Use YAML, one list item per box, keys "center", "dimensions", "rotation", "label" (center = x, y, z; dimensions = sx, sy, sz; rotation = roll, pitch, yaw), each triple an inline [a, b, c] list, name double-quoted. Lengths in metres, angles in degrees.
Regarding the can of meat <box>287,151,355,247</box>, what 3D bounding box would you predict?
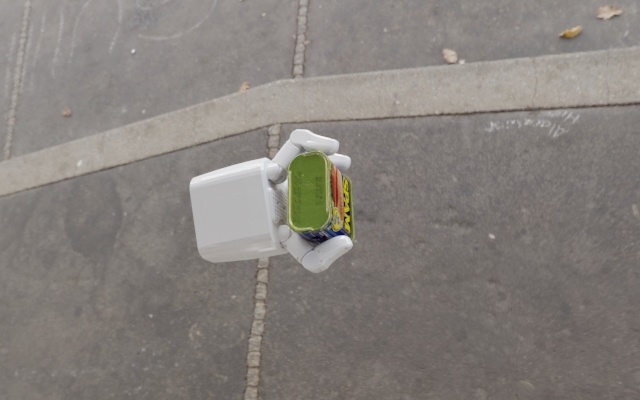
- center: [0.000, 0.002, 0.569]
  dimensions: [0.057, 0.102, 0.084]
  rotation: [-9, -22, 19]
  label: "can of meat"
